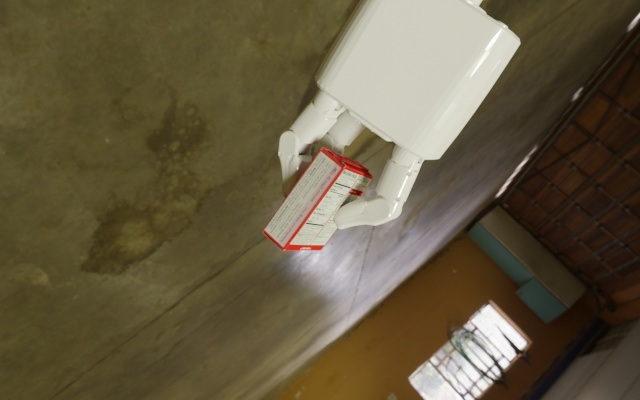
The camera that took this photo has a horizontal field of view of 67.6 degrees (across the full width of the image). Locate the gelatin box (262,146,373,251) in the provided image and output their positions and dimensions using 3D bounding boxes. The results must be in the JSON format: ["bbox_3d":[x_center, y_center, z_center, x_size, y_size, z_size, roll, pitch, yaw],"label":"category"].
[{"bbox_3d":[0.000,0.002,0.412,0.030,0.089,0.073,40,11,22],"label":"gelatin box"}]
